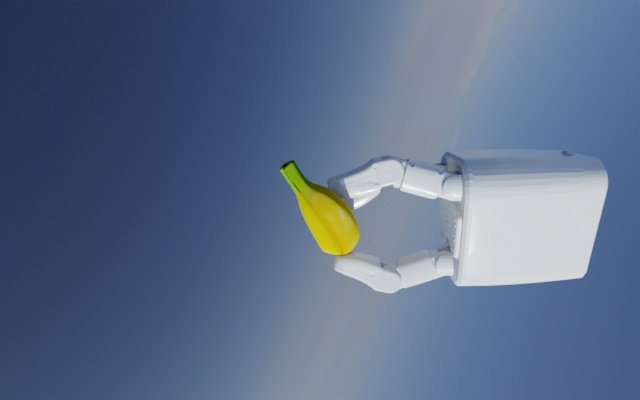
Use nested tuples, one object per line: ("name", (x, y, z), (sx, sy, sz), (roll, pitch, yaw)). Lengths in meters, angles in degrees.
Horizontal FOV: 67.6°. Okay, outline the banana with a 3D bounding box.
("banana", (0.008, 0.017, 0.421), (0.037, 0.069, 0.198), (-26, -13, -2))
